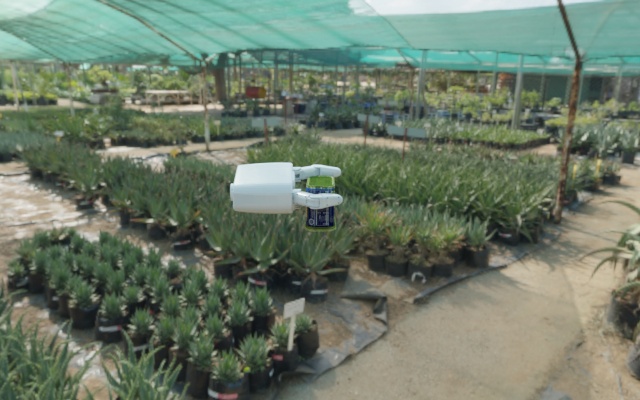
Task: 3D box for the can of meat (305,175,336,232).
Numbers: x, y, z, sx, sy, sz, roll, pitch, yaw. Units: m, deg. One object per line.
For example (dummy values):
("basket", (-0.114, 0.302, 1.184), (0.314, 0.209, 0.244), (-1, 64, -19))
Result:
("can of meat", (0.000, 0.003, 0.893), (0.057, 0.084, 0.102), (0, 15, 0))
